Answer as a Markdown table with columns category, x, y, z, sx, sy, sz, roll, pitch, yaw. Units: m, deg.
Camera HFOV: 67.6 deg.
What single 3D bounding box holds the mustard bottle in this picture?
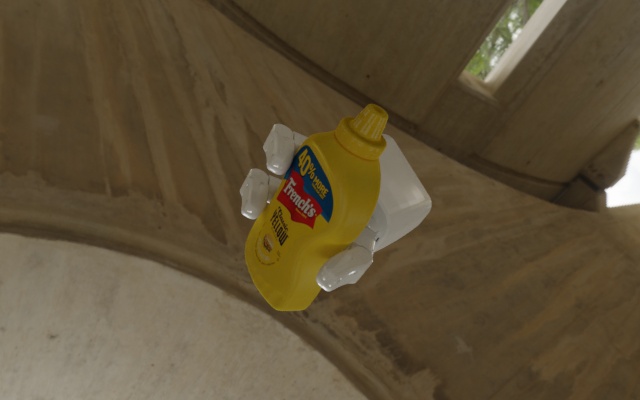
| category | x | y | z | sx | sy | sz | roll | pitch | yaw |
| --- | --- | --- | --- | --- | --- | --- | --- | --- | --- |
| mustard bottle | 0.000 | 0.002 | 0.408 | 0.058 | 0.192 | 0.096 | 9 | 38 | -35 |
